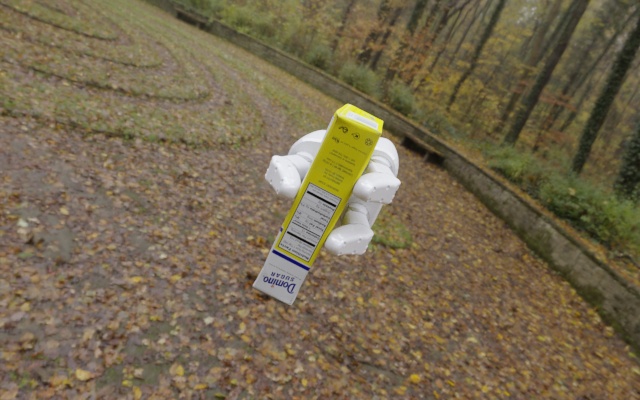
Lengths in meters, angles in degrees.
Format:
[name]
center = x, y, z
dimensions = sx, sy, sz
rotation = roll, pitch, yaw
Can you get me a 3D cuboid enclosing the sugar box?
[sugar box]
center = 0.001, 0.002, 0.444
dimensions = 0.048, 0.176, 0.093
rotation = 25, 18, 2
